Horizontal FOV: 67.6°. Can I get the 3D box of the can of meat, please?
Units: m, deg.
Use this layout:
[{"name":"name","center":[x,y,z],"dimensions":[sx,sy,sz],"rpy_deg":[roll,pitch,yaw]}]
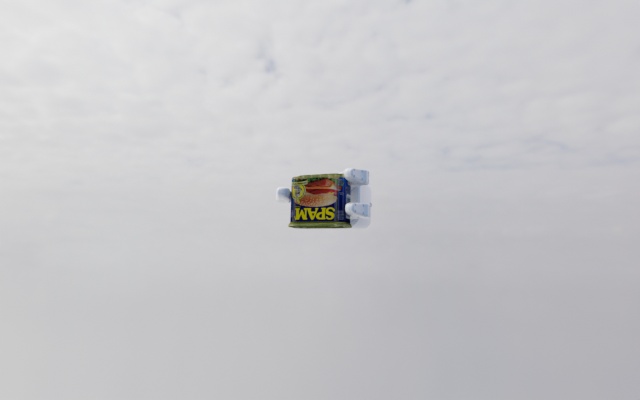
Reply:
[{"name":"can of meat","center":[0.000,0.002,0.779],"dimensions":[0.102,0.084,0.057],"rpy_deg":[-2,-8,23]}]
